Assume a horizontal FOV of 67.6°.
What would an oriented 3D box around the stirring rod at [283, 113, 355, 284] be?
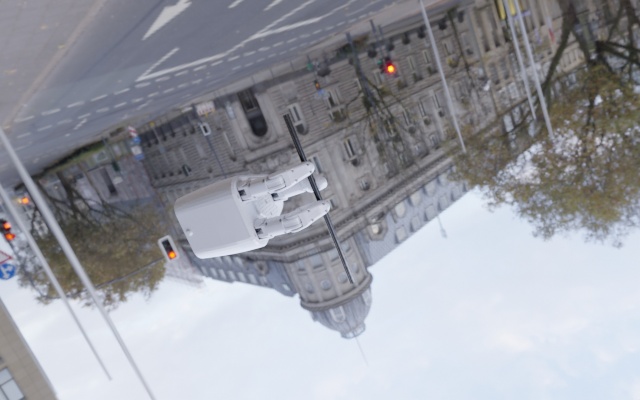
[{"bbox_3d":[0.000,0.002,0.621,0.011,0.239,0.011,-21,13,5],"label":"stirring rod"}]
